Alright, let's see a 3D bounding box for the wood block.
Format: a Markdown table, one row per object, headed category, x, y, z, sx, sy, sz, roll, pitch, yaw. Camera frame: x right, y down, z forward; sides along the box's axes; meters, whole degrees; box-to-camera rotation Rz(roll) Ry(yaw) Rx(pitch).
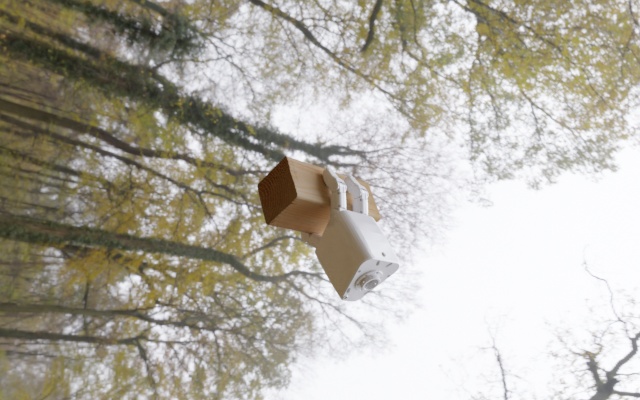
| category | x | y | z | sx | sy | sz | roll | pitch | yaw |
| --- | --- | --- | --- | --- | --- | --- | --- | --- | --- |
| wood block | 0.000 | 0.003 | 0.870 | 0.206 | 0.090 | 0.091 | 15 | -45 | -41 |
